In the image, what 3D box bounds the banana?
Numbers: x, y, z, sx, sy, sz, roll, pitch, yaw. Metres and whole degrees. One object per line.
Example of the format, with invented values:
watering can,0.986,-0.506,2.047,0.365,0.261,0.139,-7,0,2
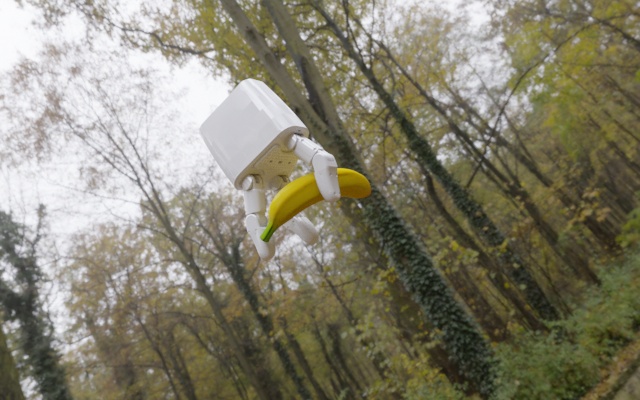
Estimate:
banana,0.003,-0.010,0.615,0.198,0.070,0.037,-21,58,-38
